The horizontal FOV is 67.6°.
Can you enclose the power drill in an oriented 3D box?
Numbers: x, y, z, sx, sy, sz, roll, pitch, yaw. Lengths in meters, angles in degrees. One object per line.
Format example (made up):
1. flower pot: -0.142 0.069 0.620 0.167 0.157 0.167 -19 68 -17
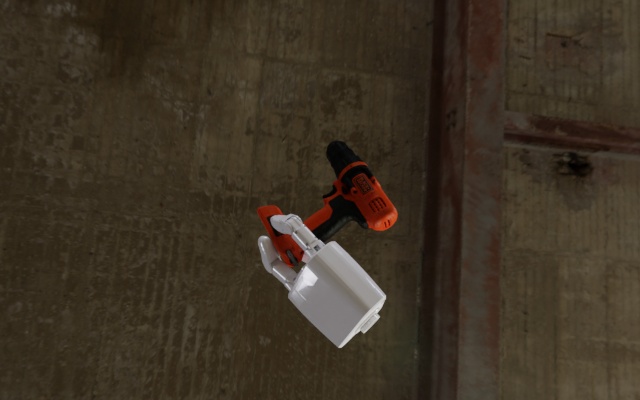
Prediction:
1. power drill: 0.000 0.003 0.742 0.187 0.184 0.057 -30 -37 -2
